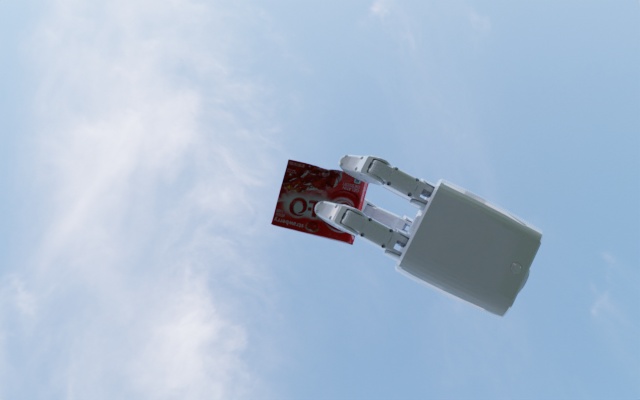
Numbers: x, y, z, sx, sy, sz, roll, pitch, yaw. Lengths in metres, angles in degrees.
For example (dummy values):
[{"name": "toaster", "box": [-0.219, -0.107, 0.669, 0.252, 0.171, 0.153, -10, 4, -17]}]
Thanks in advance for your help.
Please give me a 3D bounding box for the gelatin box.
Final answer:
[{"name": "gelatin box", "box": [0.000, 0.002, 0.508, 0.089, 0.073, 0.030, 13, -5, 13]}]
